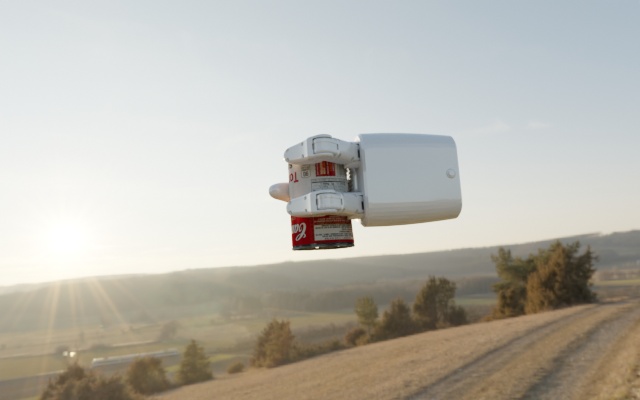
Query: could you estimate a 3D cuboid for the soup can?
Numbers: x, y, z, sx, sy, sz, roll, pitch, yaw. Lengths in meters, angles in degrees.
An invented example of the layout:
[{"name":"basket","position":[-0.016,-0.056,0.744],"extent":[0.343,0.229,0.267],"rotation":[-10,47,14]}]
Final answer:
[{"name":"soup can","position":[0.000,0.001,0.520],"extent":[0.068,0.102,0.068],"rotation":[-4,-8,0]}]
